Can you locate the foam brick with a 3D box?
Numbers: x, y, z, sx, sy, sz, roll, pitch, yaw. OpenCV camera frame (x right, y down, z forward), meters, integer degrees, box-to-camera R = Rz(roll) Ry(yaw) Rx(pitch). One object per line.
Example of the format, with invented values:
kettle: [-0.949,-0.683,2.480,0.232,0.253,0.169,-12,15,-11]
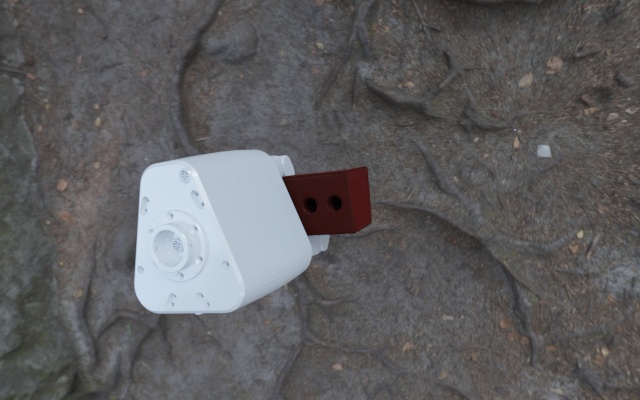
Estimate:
foam brick: [0.000,0.001,0.419,0.078,0.053,0.051,-6,5,23]
